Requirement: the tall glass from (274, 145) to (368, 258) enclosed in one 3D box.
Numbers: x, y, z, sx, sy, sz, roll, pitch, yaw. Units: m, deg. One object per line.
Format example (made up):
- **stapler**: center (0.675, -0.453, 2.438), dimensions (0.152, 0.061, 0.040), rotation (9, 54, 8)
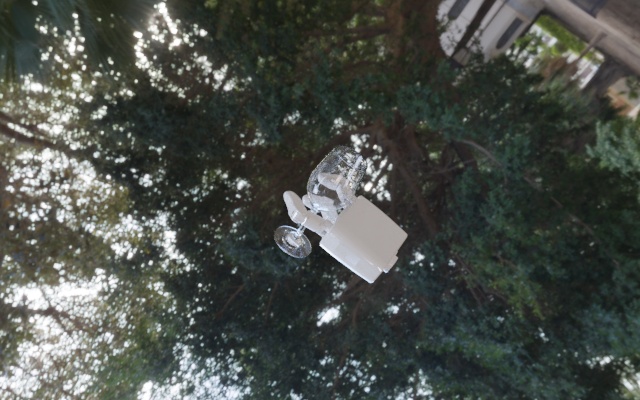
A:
- **tall glass**: center (0.000, 0.003, 0.798), dimensions (0.079, 0.201, 0.079), rotation (25, 31, -16)
